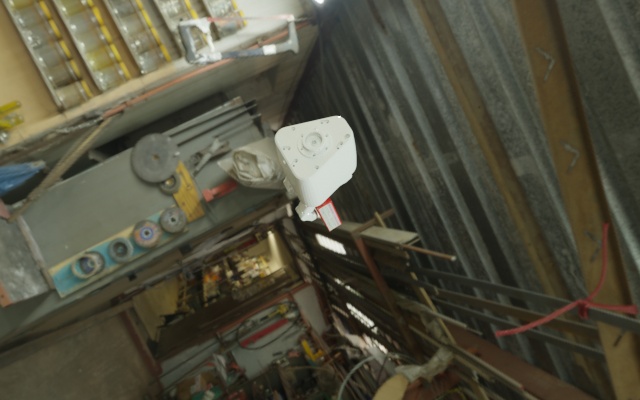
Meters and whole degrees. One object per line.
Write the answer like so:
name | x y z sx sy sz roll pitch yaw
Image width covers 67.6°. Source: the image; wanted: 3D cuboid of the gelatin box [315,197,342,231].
gelatin box | 0.001 0.003 0.836 0.030 0.073 0.089 -31 -33 -1
